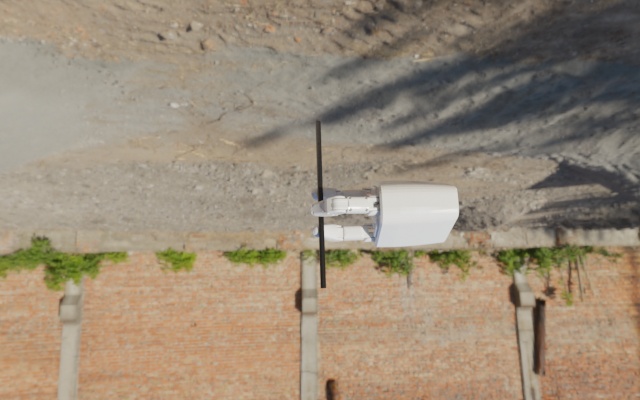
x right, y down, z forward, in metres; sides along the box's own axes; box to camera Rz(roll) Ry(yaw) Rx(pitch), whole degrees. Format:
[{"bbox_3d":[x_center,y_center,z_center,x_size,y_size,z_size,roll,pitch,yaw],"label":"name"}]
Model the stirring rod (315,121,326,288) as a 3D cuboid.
[{"bbox_3d":[0.000,0.002,0.677,0.011,0.239,0.011,-2,-12,0],"label":"stirring rod"}]
